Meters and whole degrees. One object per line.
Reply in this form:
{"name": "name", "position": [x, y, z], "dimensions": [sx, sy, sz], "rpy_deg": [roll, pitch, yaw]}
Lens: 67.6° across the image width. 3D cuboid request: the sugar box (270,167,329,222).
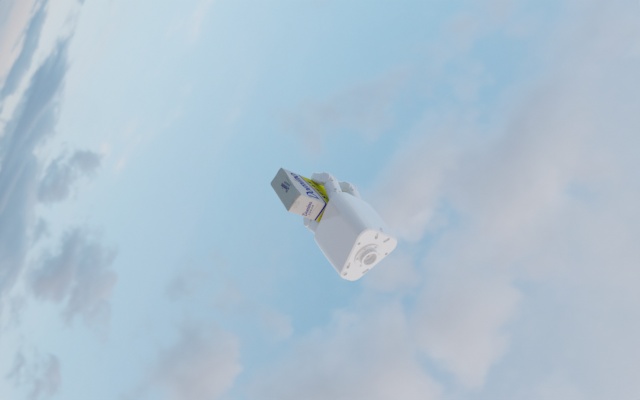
{"name": "sugar box", "position": [0.001, 0.003, 0.888], "dimensions": [0.176, 0.048, 0.093], "rpy_deg": [23, 20, -40]}
